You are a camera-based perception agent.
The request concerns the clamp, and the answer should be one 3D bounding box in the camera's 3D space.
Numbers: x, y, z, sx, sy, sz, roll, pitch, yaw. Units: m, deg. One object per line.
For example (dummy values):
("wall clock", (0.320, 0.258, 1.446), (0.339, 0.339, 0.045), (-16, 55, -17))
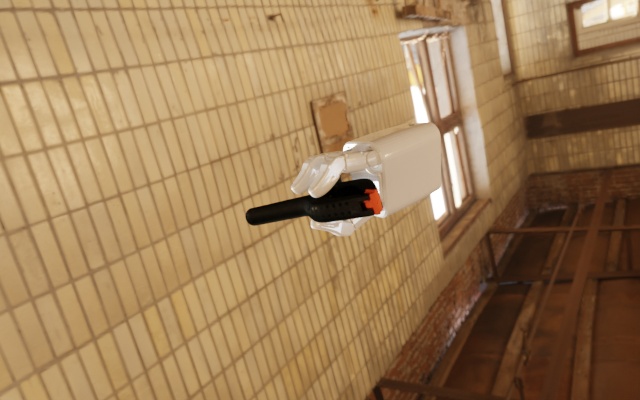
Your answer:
("clamp", (0.001, 0.003, 0.627), (0.164, 0.036, 0.210), (-26, 16, -22))
